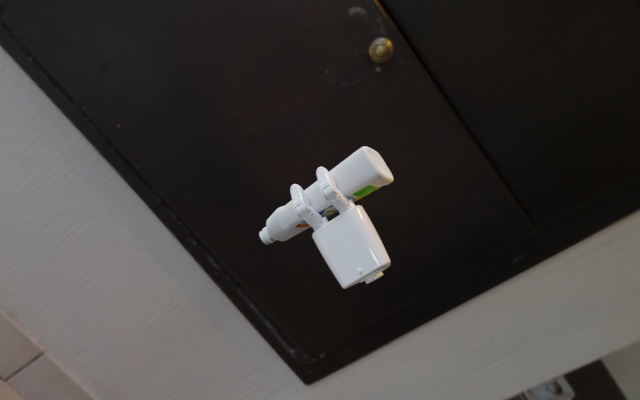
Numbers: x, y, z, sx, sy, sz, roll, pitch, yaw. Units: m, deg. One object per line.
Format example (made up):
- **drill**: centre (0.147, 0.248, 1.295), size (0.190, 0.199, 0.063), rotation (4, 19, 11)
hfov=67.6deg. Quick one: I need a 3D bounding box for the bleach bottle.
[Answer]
- **bleach bottle**: centre (0.000, 0.003, 0.839), size (0.251, 0.068, 0.102), rotation (-34, -15, 18)
